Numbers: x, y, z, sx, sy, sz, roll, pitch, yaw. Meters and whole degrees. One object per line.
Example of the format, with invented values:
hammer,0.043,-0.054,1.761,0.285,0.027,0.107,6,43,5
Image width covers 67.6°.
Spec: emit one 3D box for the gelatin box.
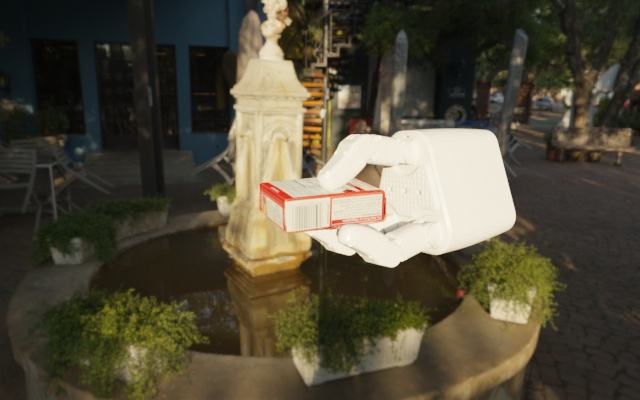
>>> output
gelatin box,0.000,0.001,0.405,0.089,0.030,0.073,-6,15,-22
